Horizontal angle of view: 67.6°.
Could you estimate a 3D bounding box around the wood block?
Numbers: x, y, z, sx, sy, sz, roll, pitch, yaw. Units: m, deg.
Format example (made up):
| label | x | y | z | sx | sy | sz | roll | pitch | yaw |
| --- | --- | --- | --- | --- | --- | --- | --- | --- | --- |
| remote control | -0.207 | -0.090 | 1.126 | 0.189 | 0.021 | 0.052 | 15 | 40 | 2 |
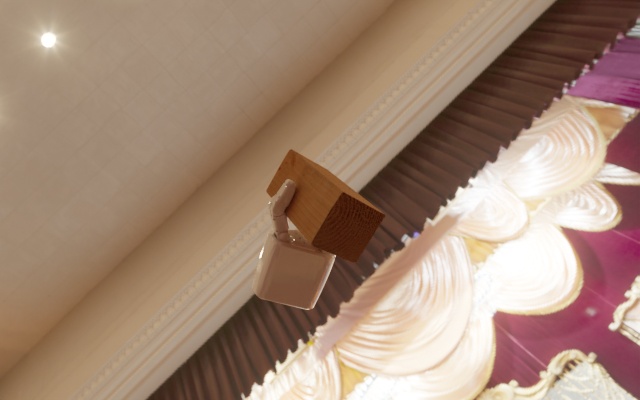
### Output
| label | x | y | z | sx | sy | sz | roll | pitch | yaw |
| --- | --- | --- | --- | --- | --- | --- | --- | --- | --- |
| wood block | 0.000 | 0.003 | 0.769 | 0.091 | 0.090 | 0.206 | 26 | 9 | -33 |
